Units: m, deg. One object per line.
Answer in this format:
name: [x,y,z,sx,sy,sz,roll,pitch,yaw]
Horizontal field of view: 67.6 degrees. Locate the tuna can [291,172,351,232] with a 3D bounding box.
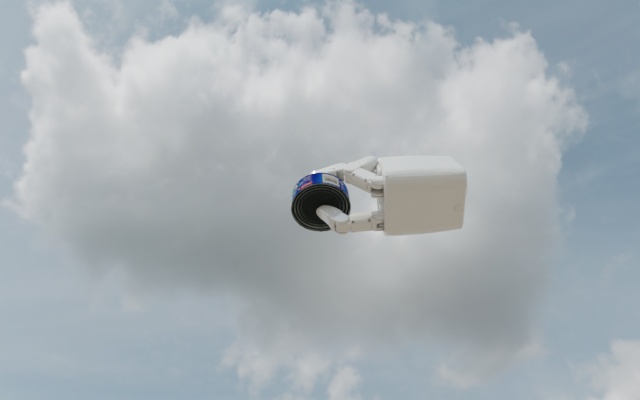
tuna can: [0.000,0.002,0.695,0.086,0.086,0.033,0,36,-3]
